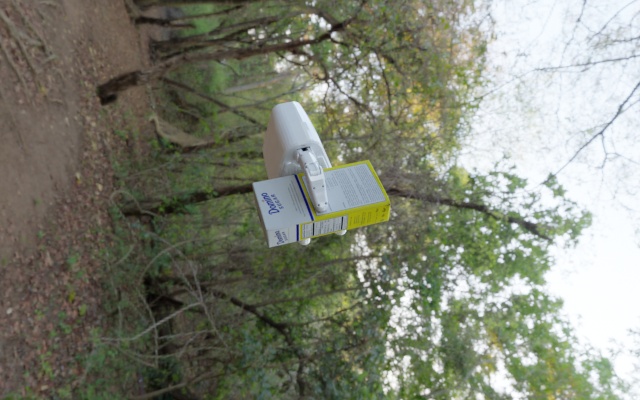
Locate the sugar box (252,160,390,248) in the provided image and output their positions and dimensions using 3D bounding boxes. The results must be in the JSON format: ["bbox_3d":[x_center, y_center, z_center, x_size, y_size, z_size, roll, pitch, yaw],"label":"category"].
[{"bbox_3d":[0.000,0.002,0.671,0.176,0.093,0.048,-13,-41,-10],"label":"sugar box"}]
